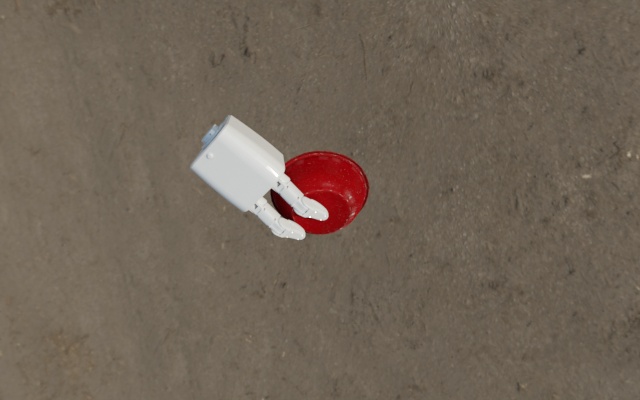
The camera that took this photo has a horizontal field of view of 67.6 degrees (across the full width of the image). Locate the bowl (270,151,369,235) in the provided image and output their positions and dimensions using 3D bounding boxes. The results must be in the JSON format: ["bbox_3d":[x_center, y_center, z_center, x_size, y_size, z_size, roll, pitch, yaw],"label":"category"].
[{"bbox_3d":[0.001,0.003,0.760,0.162,0.162,0.055,0,39,-4],"label":"bowl"}]
